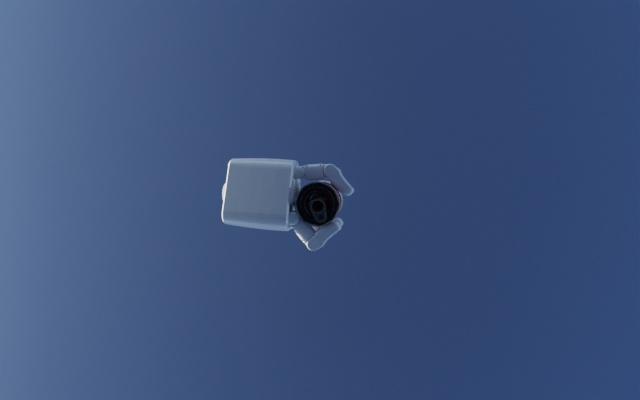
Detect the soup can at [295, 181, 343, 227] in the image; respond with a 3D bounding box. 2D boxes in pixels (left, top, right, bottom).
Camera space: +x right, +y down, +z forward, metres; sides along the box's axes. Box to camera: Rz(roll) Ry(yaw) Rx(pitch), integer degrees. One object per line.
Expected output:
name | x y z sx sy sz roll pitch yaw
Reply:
soup can | 0.001 0.002 0.766 0.068 0.068 0.102 0 4 6
